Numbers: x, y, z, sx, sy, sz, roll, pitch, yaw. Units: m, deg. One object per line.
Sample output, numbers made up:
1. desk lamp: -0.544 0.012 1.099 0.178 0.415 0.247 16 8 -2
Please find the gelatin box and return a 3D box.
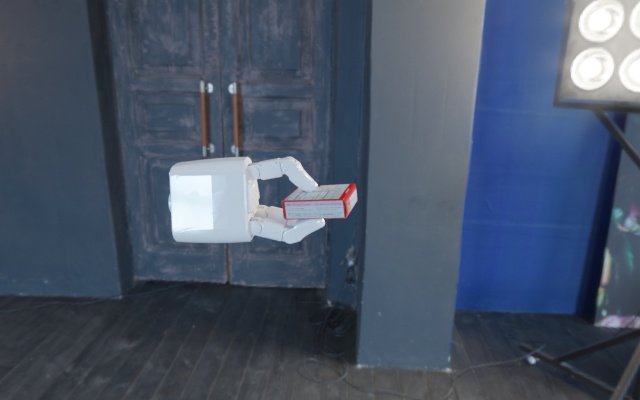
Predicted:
1. gelatin box: 0.000 0.002 0.657 0.089 0.030 0.073 -3 16 17
